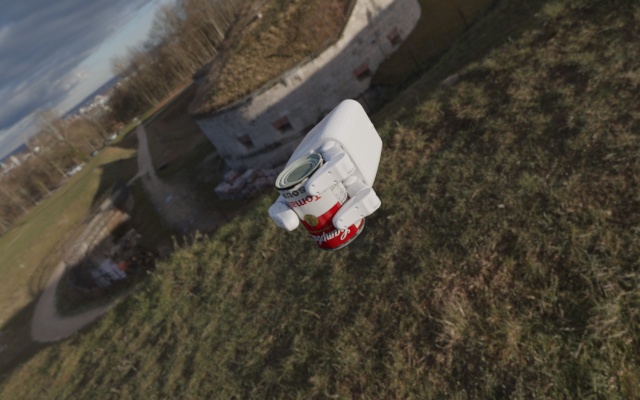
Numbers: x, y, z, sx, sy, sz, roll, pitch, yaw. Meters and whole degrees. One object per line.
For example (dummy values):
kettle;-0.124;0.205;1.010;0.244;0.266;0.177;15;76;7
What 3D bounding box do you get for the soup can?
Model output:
soup can;0.000;0.002;0.579;0.068;0.102;0.068;-28;26;15
